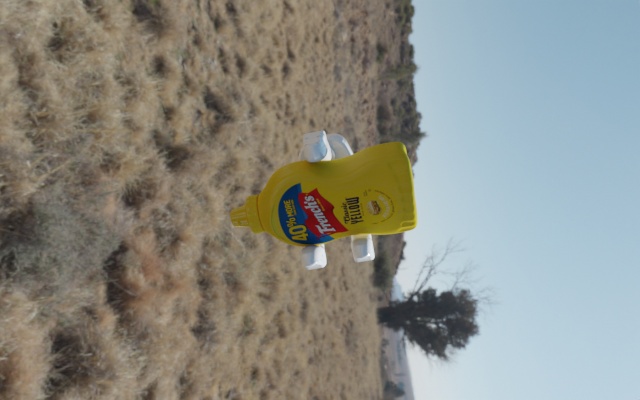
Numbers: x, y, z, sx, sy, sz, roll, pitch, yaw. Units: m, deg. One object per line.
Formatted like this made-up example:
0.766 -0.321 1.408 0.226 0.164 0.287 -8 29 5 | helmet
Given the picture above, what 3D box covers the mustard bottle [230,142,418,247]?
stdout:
0.000 0.002 0.498 0.191 0.096 0.058 -10 36 7 | mustard bottle
